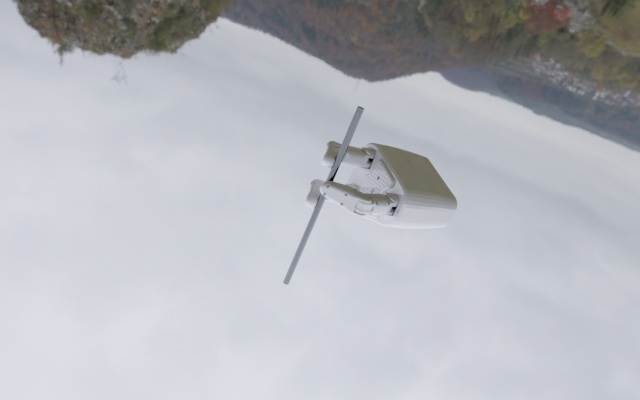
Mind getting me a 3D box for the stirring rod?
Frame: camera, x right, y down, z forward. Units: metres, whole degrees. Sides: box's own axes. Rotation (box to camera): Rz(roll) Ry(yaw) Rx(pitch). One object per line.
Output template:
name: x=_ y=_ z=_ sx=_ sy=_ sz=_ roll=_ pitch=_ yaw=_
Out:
stirring rod: x=0.000 y=0.002 z=0.563 sx=0.011 sy=0.240 sz=0.011 roll=20 pitch=22 yaw=-8
